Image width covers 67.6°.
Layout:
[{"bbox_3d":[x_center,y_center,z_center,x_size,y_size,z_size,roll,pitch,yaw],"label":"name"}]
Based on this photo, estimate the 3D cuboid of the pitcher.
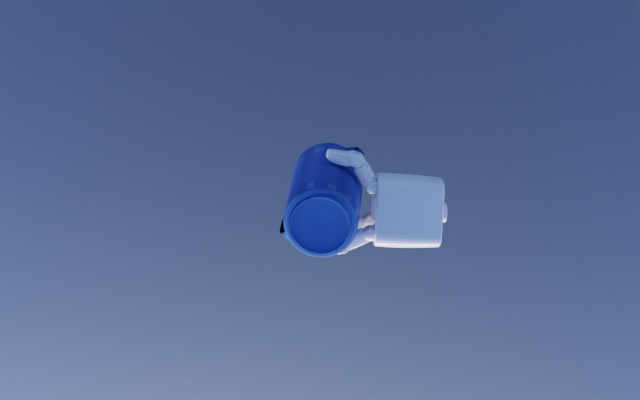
[{"bbox_3d":[0.000,0.003,0.788,0.145,0.149,0.242,3,20,3],"label":"pitcher"}]
